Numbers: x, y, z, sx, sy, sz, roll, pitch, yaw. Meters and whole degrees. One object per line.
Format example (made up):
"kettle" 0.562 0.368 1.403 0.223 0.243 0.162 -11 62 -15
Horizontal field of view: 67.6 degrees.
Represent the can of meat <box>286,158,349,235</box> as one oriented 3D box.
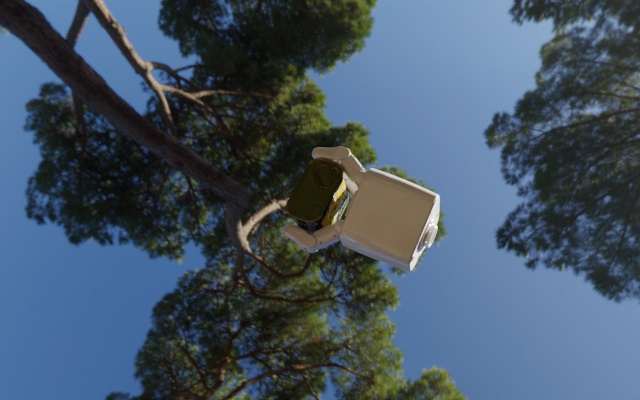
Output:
"can of meat" 0.000 0.003 0.711 0.057 0.102 0.084 19 -22 21
